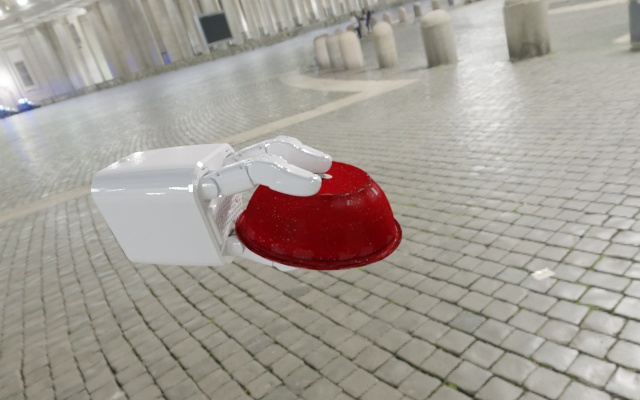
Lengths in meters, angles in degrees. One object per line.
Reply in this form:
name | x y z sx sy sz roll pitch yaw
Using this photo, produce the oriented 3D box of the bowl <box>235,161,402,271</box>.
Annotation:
bowl | 0.001 0.001 0.454 0.162 0.055 0.162 3 24 -1
